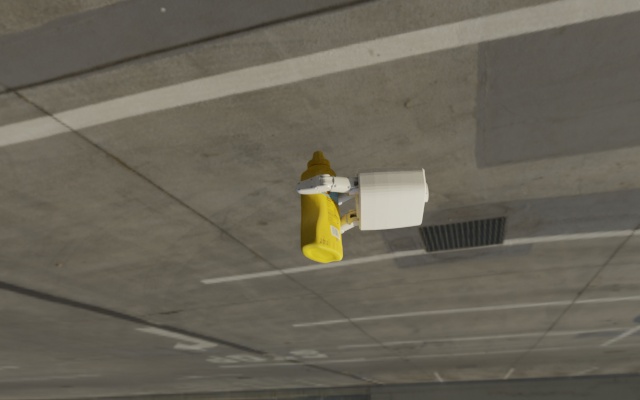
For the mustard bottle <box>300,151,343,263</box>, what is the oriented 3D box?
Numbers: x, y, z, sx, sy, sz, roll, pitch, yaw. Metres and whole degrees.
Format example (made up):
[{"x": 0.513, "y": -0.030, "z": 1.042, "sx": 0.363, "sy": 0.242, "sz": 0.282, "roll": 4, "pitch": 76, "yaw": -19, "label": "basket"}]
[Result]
[{"x": 0.000, "y": 0.003, "z": 0.811, "sx": 0.058, "sy": 0.191, "sz": 0.096, "roll": -13, "pitch": -26, "yaw": 24, "label": "mustard bottle"}]
